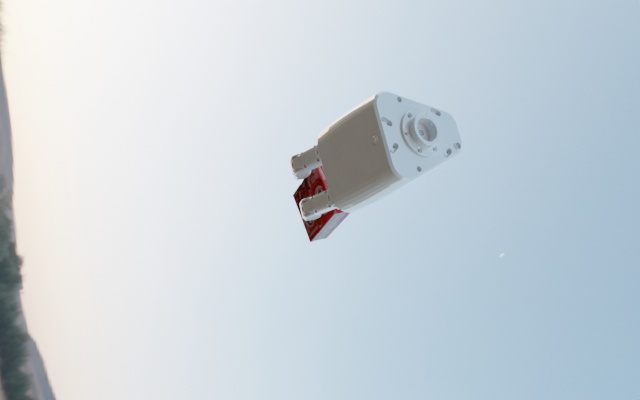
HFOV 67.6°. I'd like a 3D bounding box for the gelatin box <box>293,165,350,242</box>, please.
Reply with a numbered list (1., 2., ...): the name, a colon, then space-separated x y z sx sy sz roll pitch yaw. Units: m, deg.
1. gelatin box: 0.000 0.002 0.619 0.030 0.073 0.089 -10 -23 -28
